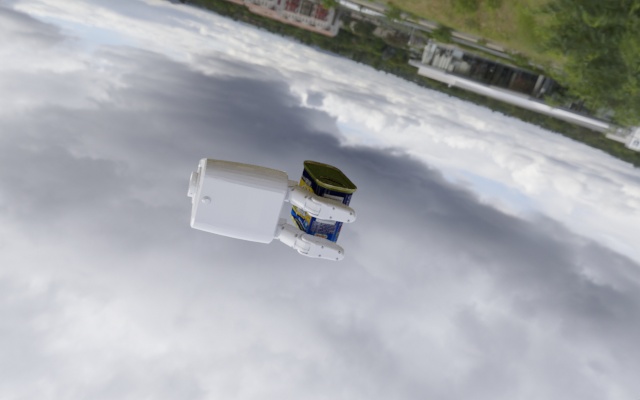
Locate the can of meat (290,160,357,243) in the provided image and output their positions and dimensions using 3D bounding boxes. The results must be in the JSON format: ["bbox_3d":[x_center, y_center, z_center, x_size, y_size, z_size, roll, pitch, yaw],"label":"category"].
[{"bbox_3d":[0.000,0.002,0.654,0.057,0.084,0.102,11,19,-22],"label":"can of meat"}]
